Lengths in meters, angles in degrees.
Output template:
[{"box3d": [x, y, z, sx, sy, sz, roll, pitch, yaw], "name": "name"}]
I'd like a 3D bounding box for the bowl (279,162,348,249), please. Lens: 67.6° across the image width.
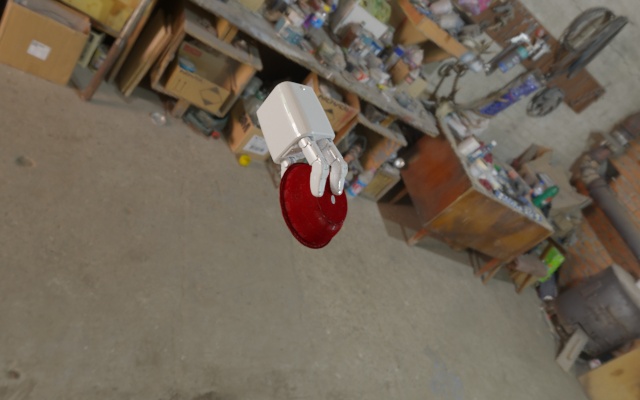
[{"box3d": [0.001, 0.004, 0.848, 0.055, 0.162, 0.162, -16, -9, 35], "name": "bowl"}]
